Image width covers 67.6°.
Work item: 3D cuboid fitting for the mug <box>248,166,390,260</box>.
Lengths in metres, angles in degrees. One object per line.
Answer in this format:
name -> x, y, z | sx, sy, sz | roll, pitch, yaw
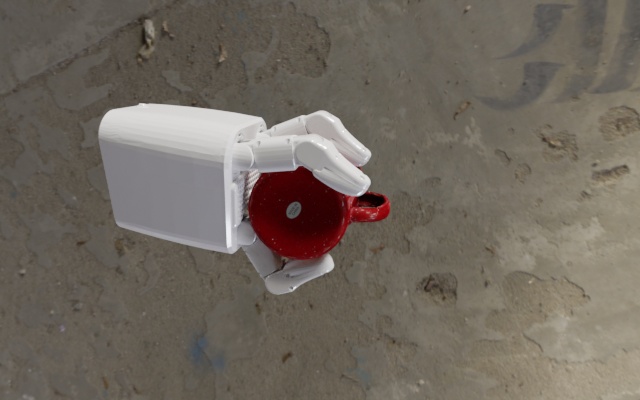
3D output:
mug -> 0.001, 0.002, 0.405 | 0.117, 0.093, 0.081 | 10, 18, 8
